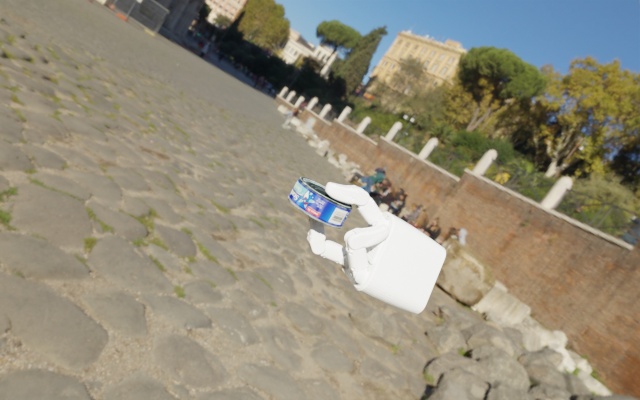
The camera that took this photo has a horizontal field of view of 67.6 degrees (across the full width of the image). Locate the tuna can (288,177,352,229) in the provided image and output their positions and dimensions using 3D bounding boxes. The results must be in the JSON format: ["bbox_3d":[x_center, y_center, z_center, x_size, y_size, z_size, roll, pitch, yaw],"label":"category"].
[{"bbox_3d":[0.000,0.002,0.656,0.086,0.034,0.086,29,10,-6],"label":"tuna can"}]
